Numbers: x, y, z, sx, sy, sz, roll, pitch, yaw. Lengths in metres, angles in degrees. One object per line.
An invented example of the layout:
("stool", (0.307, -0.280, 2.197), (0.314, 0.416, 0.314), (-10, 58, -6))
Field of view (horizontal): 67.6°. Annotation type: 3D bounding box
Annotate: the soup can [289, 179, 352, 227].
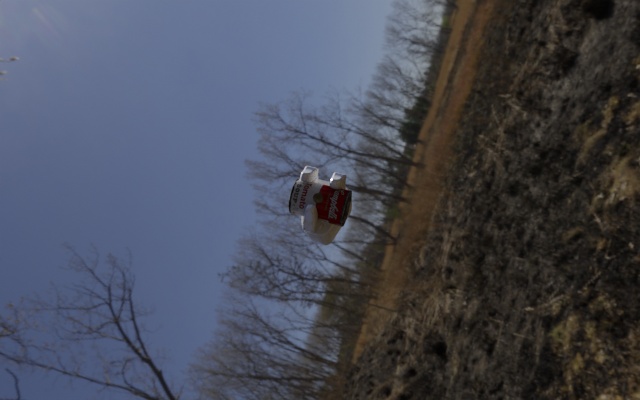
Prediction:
("soup can", (0.000, 0.003, 0.874), (0.102, 0.068, 0.068), (14, 3, 11))
